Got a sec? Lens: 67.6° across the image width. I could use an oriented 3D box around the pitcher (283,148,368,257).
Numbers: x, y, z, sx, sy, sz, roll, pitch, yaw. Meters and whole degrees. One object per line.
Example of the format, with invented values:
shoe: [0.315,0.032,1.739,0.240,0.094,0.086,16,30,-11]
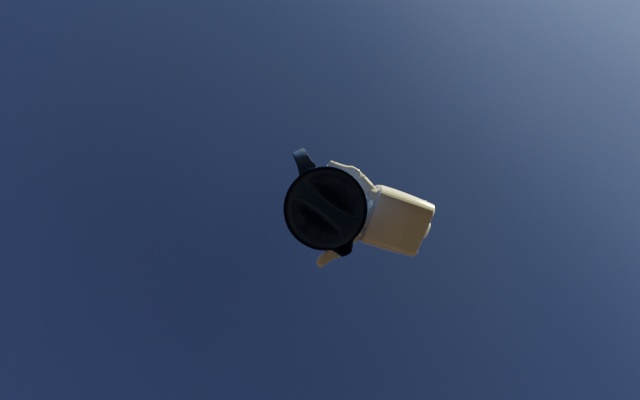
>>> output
pitcher: [0.000,0.003,0.862,0.145,0.149,0.243,18,-1,-2]
